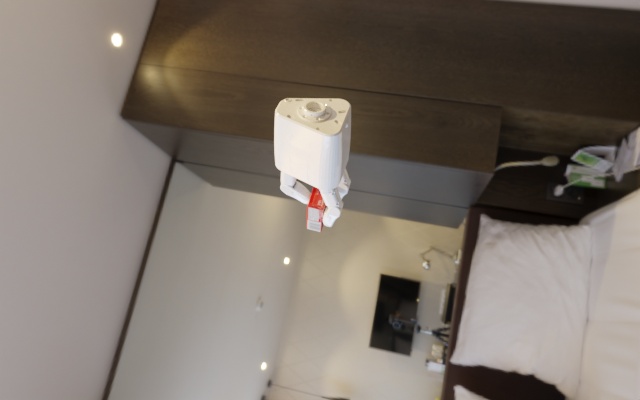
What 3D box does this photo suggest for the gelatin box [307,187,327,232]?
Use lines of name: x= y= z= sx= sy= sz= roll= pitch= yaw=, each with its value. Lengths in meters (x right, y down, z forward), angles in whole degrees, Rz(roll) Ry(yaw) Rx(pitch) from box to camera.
gelatin box: x=0.000 y=0.003 z=0.828 sx=0.030 sy=0.073 sz=0.089 roll=15 pitch=-29 yaw=6
